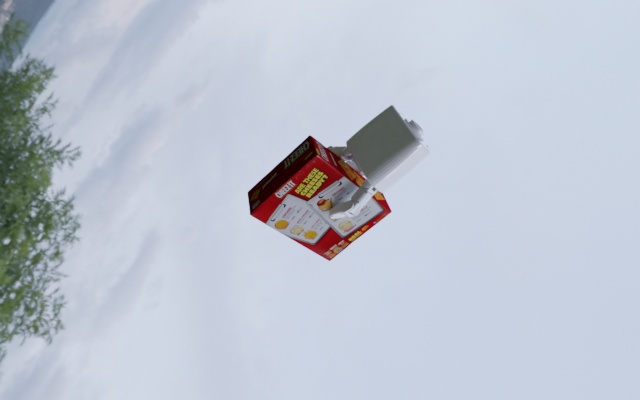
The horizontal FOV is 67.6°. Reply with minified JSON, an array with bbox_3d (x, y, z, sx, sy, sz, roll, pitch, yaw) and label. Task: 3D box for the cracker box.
[{"bbox_3d":[0.000,0.003,0.874,0.164,0.072,0.214,-40,-51,19],"label":"cracker box"}]
